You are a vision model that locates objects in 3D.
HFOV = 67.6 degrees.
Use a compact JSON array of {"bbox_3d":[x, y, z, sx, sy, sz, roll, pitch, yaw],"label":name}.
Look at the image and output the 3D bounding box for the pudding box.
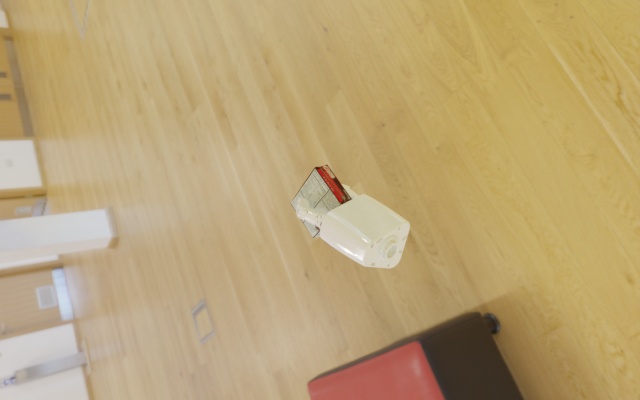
[{"bbox_3d":[0.000,0.003,0.887,0.039,0.090,0.113,-13,-29,-43],"label":"pudding box"}]
